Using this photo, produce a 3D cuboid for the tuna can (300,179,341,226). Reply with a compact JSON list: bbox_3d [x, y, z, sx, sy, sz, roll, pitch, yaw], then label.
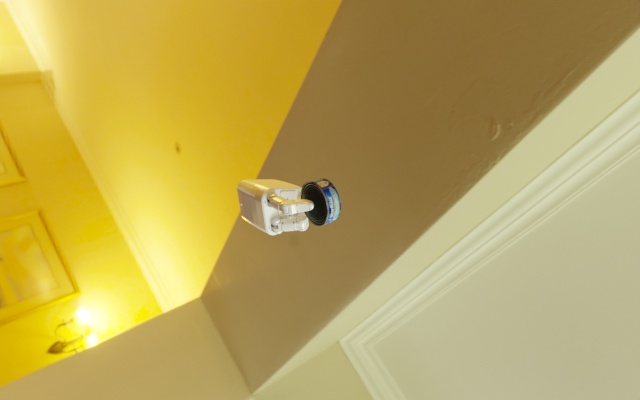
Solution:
[{"bbox_3d":[0.001,0.003,0.893,0.033,0.086,0.086,-18,10,-33],"label":"tuna can"}]
